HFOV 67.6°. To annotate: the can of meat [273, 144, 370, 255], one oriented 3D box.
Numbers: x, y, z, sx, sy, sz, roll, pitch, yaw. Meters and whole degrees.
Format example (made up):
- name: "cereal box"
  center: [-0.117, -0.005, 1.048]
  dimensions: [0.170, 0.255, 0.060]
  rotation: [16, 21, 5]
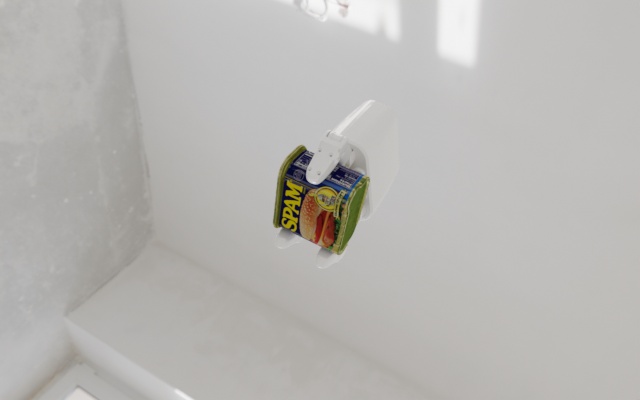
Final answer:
- name: "can of meat"
  center: [0.000, 0.002, 0.524]
  dimensions: [0.084, 0.102, 0.057]
  rotation: [25, 43, 15]
